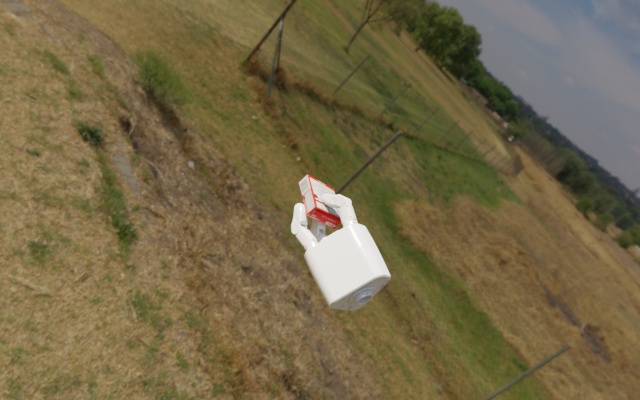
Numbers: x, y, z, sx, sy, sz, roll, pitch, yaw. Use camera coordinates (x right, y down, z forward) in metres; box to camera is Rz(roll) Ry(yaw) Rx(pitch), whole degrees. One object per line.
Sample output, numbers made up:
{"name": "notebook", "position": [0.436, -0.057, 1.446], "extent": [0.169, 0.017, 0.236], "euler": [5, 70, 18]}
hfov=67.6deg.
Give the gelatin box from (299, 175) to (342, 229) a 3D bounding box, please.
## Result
{"name": "gelatin box", "position": [0.000, 0.002, 0.896], "extent": [0.073, 0.089, 0.030], "euler": [27, -57, -38]}
